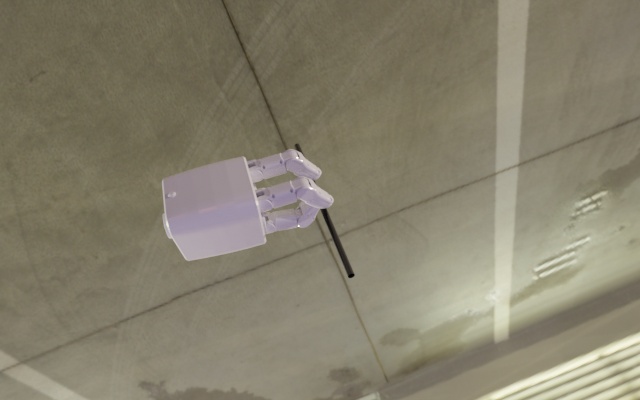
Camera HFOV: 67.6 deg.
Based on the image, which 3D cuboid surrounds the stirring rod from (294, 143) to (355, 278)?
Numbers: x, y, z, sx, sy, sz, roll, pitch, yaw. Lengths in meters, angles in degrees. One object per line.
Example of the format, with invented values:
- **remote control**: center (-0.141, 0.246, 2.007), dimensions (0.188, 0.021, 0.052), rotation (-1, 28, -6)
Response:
- **stirring rod**: center (0.000, 0.002, 0.608), dimensions (0.011, 0.011, 0.239), rotation (0, 43, -23)
